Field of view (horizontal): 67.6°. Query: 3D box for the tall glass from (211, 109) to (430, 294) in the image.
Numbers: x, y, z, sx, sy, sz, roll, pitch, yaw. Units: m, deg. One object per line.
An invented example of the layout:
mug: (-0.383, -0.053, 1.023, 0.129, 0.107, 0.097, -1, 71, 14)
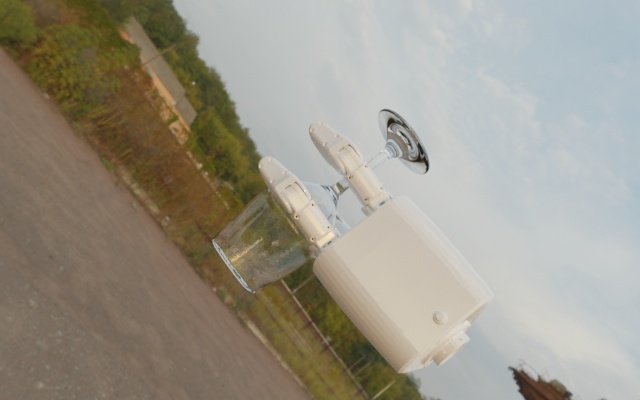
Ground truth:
tall glass: (0.001, 0.001, 0.441, 0.201, 0.079, 0.079, -36, 6, -9)
